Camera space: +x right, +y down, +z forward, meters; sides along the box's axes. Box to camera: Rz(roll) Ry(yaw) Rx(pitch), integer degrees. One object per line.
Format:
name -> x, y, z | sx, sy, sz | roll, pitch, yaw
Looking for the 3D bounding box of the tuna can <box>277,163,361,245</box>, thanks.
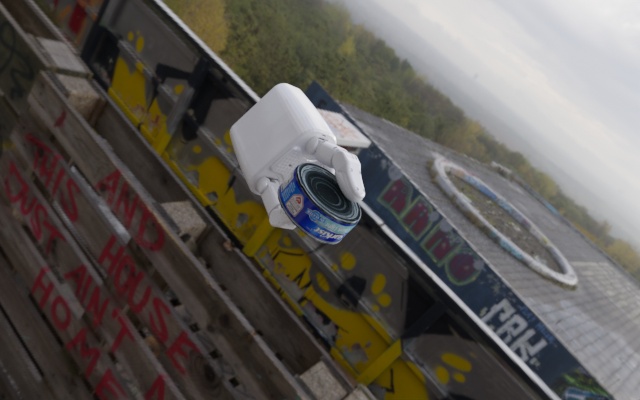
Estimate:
tuna can -> 0.000, 0.001, 0.491 | 0.034, 0.086, 0.086 | -47, -25, 26
